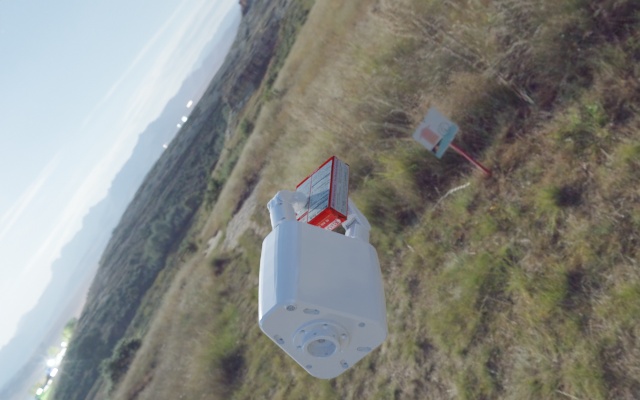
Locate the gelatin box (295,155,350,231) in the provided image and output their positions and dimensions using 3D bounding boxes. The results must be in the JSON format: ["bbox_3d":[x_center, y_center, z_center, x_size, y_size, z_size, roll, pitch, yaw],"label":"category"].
[{"bbox_3d":[0.000,0.001,0.560,0.030,0.089,0.073,31,-49,-26],"label":"gelatin box"}]
